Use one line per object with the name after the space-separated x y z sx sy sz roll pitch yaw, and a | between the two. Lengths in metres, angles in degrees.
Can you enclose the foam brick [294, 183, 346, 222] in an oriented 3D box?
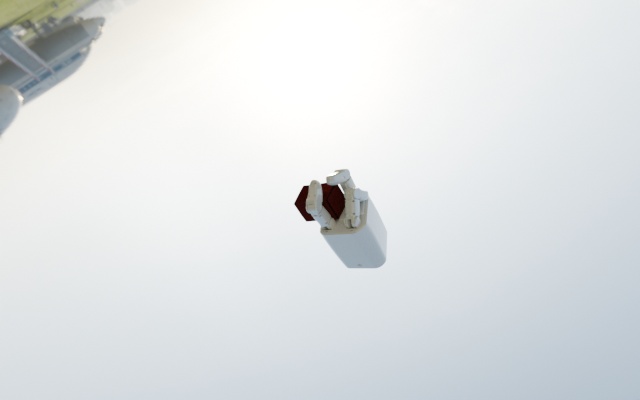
0.000 0.003 0.895 0.078 0.053 0.051 -6 -48 36 | foam brick
